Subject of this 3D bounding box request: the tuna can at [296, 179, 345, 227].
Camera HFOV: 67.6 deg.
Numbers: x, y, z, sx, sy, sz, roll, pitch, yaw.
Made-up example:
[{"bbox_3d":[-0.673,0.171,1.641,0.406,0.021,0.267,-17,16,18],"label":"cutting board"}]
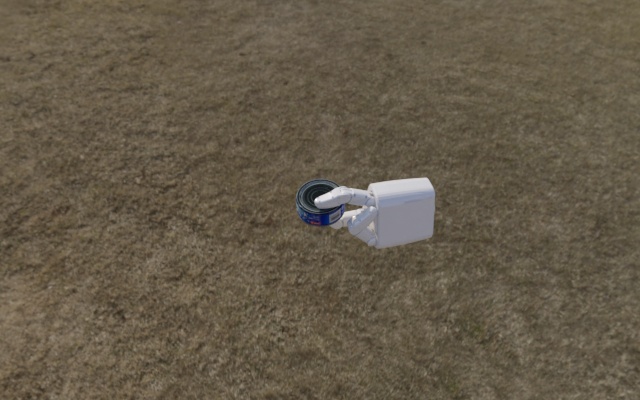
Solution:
[{"bbox_3d":[0.000,0.002,0.833,0.086,0.086,0.034,0,-42,3],"label":"tuna can"}]
